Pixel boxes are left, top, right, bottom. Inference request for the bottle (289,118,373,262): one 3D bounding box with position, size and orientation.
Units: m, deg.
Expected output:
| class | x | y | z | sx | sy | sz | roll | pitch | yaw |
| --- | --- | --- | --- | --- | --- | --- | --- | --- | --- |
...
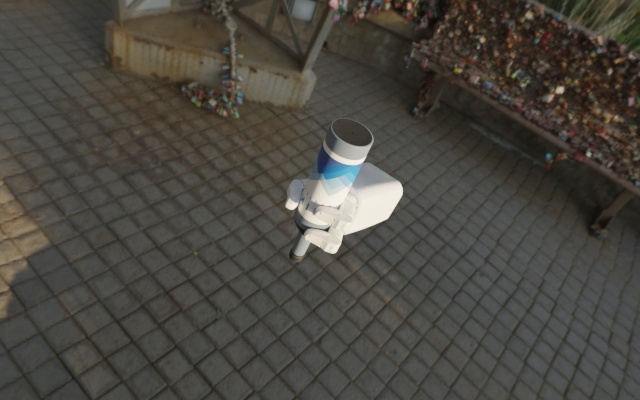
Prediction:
| class | x | y | z | sx | sy | sz | roll | pitch | yaw |
| --- | --- | --- | --- | --- | --- | --- | --- | --- | --- |
| bottle | 0.000 | 0.002 | 0.783 | 0.069 | 0.069 | 0.296 | 0 | -43 | -25 |
